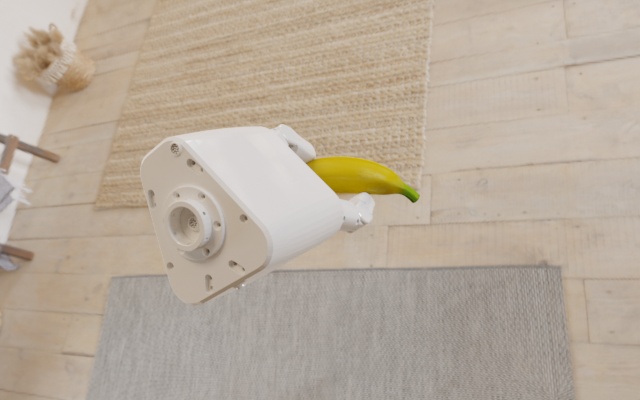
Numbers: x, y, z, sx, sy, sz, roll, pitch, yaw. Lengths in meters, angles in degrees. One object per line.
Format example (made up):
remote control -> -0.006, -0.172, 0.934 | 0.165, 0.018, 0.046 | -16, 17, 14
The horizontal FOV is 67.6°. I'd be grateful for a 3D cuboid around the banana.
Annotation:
banana -> -0.003, -0.013, 0.496 | 0.198, 0.070, 0.037 | -4, 38, 27
